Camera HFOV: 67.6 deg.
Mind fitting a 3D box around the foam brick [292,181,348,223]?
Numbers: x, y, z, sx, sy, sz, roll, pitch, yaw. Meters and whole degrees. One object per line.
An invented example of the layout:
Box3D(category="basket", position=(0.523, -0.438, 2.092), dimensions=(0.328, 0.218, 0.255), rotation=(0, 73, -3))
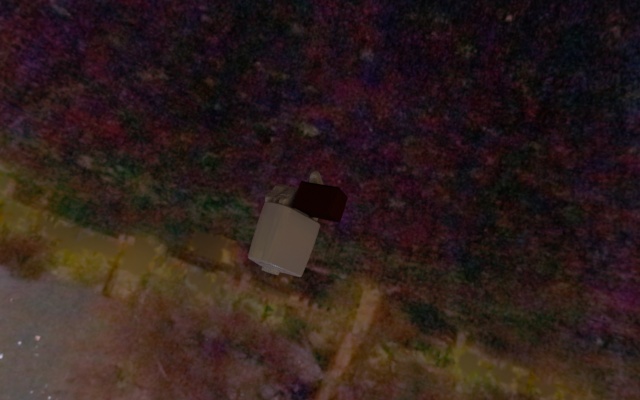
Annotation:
Box3D(category="foam brick", position=(0.000, 0.003, 0.851), dimensions=(0.078, 0.051, 0.053), rotation=(10, -16, 29))
